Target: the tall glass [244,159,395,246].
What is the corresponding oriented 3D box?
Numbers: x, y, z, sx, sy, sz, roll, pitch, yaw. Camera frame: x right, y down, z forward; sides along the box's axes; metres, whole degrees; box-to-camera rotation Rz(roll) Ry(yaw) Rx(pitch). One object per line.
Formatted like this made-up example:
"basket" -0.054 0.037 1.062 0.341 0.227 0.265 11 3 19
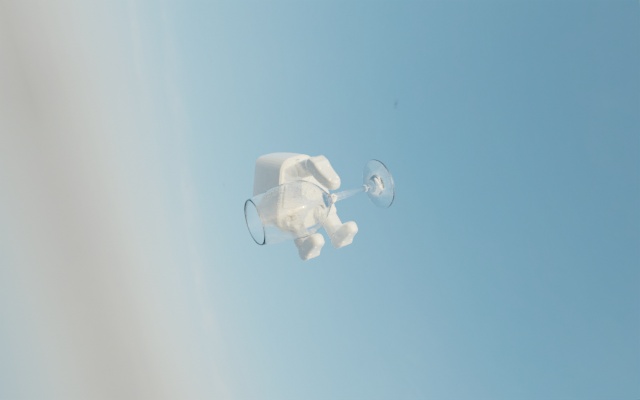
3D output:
"tall glass" 0.001 0.002 0.652 0.201 0.079 0.079 -17 8 -27
